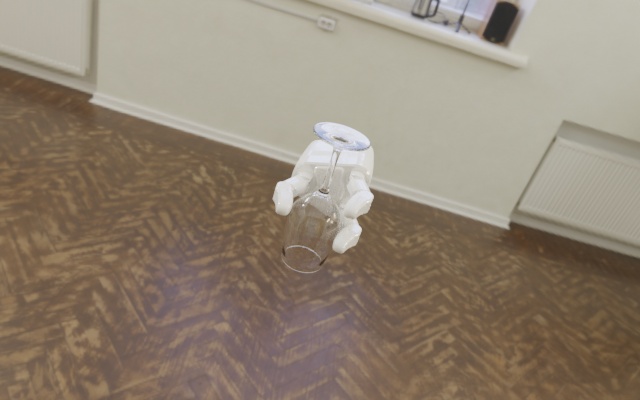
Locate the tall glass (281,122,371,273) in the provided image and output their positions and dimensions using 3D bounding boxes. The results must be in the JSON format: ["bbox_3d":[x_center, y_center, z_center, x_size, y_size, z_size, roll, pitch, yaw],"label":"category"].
[{"bbox_3d":[0.000,0.002,0.639,0.079,0.201,0.079,14,30,-8],"label":"tall glass"}]
